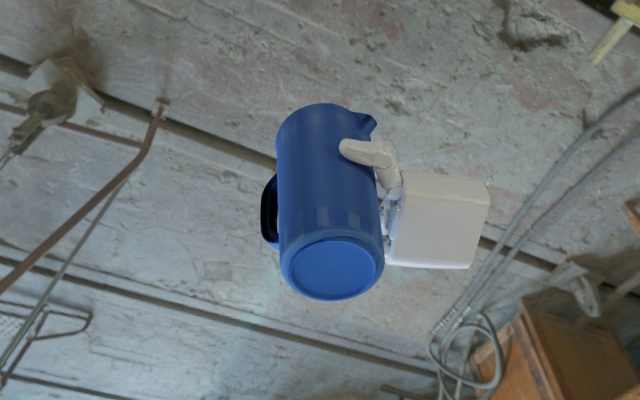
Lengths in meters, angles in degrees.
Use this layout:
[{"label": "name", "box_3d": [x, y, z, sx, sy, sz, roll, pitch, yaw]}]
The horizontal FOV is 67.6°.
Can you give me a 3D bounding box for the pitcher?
[{"label": "pitcher", "box_3d": [0.000, 0.002, 0.576, 0.145, 0.149, 0.242, 5, 38, -6]}]
